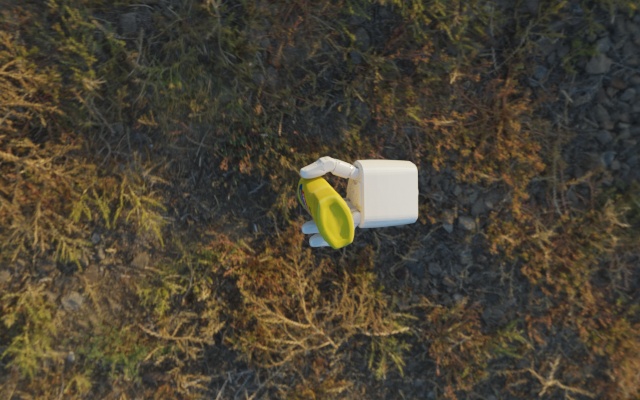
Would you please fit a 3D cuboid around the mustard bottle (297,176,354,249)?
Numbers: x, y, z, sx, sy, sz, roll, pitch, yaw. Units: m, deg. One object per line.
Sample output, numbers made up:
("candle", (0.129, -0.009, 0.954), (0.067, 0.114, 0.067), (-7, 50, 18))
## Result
("mustard bottle", (0.000, 0.003, 0.828), (0.058, 0.096, 0.191), (-24, 25, -6))
